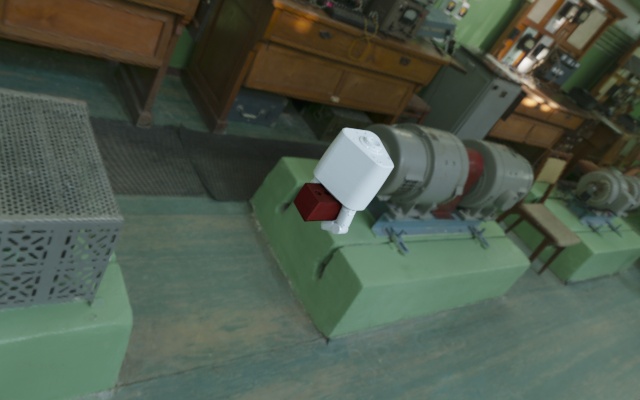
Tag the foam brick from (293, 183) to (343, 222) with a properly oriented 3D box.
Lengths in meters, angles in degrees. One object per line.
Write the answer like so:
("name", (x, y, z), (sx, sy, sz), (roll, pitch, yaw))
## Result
("foam brick", (0.000, 0.003, 0.881), (0.078, 0.053, 0.051), (0, -44, -42))
